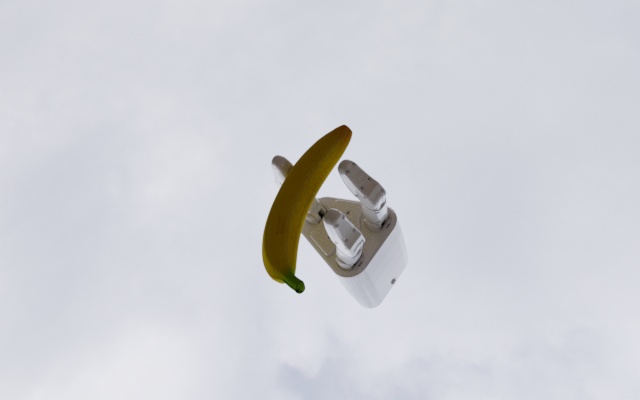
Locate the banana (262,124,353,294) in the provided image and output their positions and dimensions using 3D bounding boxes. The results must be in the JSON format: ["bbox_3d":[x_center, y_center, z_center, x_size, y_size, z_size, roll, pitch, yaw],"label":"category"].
[{"bbox_3d":[-0.017,0.005,0.478,0.069,0.197,0.037,-2,-36,27],"label":"banana"}]
